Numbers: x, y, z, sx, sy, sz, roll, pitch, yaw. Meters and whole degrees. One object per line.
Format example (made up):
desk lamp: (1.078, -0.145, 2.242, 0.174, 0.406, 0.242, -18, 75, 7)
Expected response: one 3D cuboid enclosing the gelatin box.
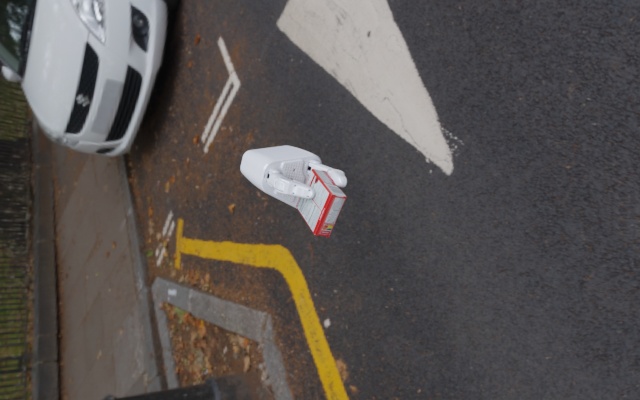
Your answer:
gelatin box: (0.000, 0.003, 0.744, 0.030, 0.073, 0.089, 10, 25, -29)
